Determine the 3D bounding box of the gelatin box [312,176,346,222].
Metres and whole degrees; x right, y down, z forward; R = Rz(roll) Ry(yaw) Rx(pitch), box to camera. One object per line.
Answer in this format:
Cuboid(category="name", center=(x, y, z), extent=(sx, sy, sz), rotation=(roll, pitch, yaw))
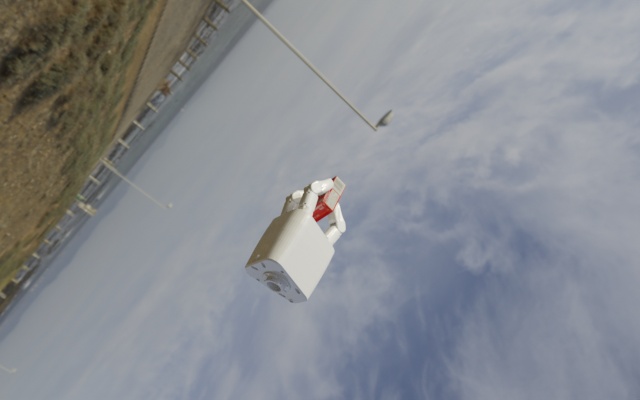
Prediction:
Cuboid(category="gelatin box", center=(0.001, 0.003, 0.859), extent=(0.073, 0.030, 0.089), rotation=(-33, 17, 36))
